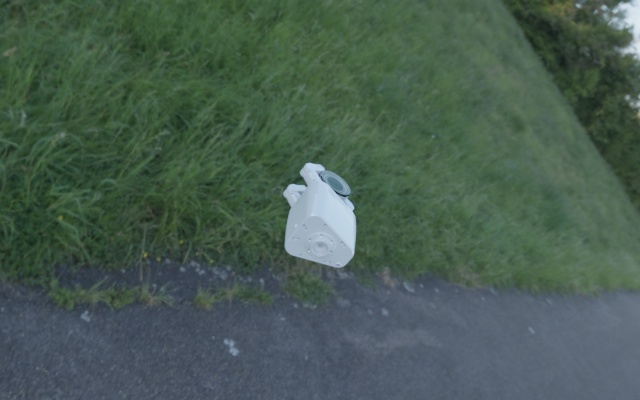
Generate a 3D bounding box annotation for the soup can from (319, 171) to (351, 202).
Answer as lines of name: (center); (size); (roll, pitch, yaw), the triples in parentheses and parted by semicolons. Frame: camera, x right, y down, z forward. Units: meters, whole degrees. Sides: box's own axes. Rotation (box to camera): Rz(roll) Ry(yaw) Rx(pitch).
soup can: (0.000, 0.003, 0.888); (0.068, 0.102, 0.068); (30, 28, -17)
